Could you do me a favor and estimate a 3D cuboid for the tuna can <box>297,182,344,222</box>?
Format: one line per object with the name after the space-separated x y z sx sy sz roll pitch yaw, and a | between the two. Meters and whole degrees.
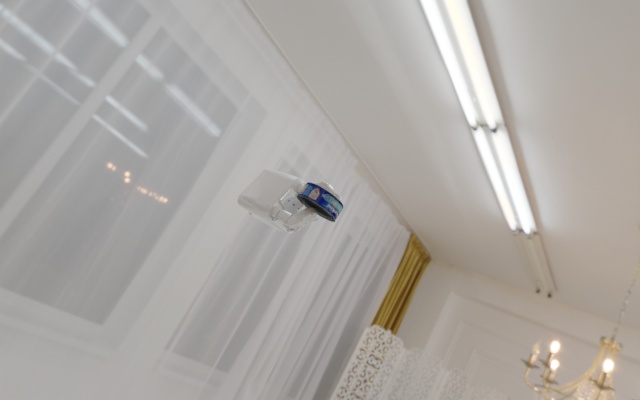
0.001 0.002 0.894 0.086 0.033 0.086 32 -11 7 | tuna can
